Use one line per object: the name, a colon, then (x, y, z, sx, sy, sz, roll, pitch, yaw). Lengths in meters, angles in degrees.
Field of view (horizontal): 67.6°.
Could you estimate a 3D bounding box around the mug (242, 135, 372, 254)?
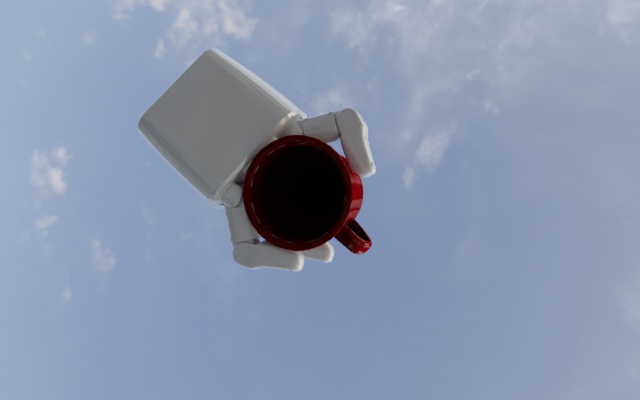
mug: (0.001, 0.002, 0.416, 0.117, 0.093, 0.081, 42, 11, 12)
